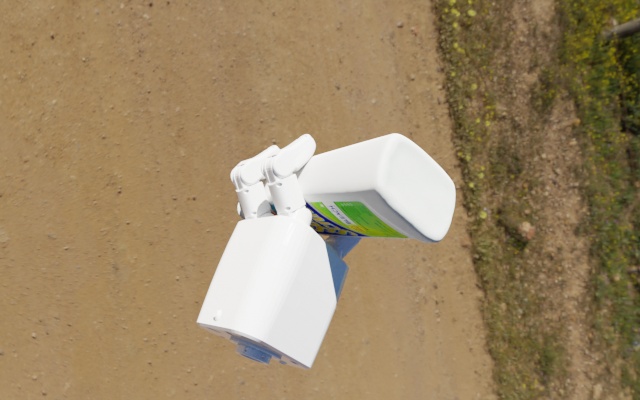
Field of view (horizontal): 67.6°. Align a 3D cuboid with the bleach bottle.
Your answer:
[{"bbox_3d":[0.000,0.001,0.481,0.103,0.068,0.251,36,-28,-31],"label":"bleach bottle"}]
